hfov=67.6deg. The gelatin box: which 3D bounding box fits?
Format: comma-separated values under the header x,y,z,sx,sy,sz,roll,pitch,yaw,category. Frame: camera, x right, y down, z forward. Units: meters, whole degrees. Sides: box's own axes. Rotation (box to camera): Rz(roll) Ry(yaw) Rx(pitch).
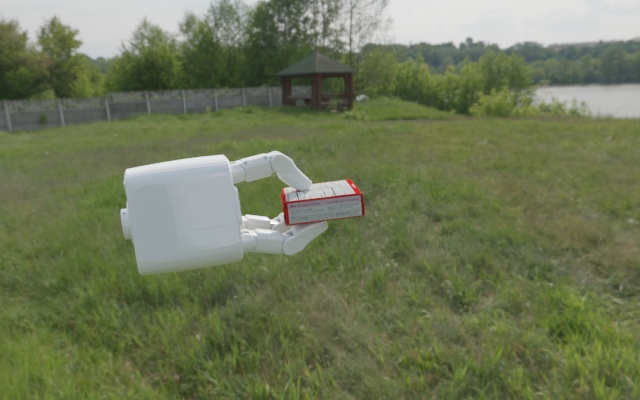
x,y,z,sx,sy,sz,roll,pitch,yaw,category
0.000,0.001,0.549,0.089,0.030,0.073,-8,15,-5,gelatin box
